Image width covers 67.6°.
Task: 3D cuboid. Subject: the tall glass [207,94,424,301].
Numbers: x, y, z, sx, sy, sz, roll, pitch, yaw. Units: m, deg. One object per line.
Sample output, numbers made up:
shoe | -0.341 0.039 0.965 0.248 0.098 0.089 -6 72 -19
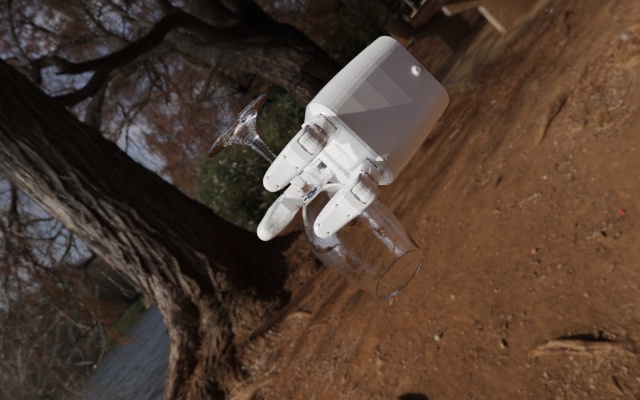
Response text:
tall glass | -0.001 0.001 0.427 0.201 0.079 0.079 43 -6 -6
